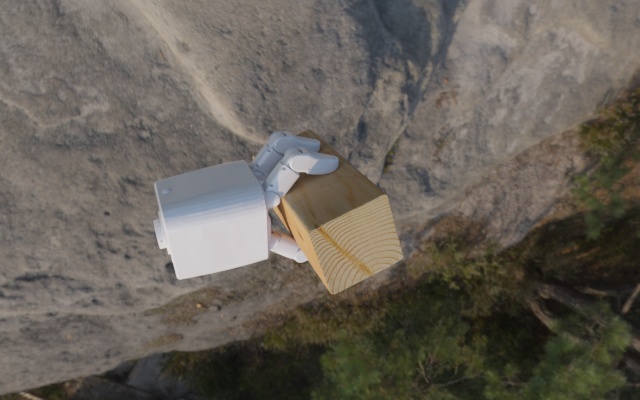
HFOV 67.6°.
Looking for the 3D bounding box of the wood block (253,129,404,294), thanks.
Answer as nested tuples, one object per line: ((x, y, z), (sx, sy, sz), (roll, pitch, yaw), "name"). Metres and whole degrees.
((0.000, 0.002, 0.564), (0.090, 0.091, 0.206), (-26, 34, -10), "wood block")
